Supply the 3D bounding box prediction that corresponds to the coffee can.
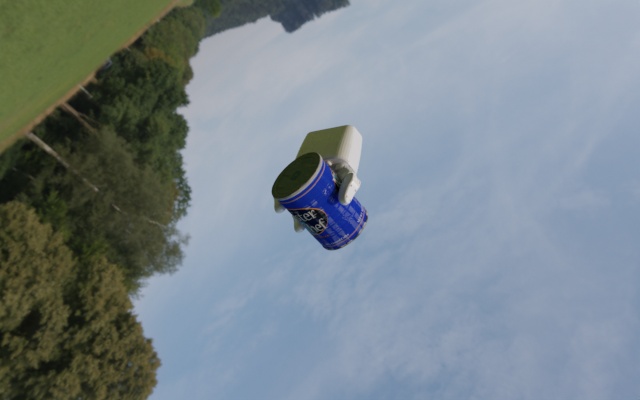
[{"bbox_3d":[0.000,0.003,0.813,0.103,0.102,0.140,0,-41,52],"label":"coffee can"}]
